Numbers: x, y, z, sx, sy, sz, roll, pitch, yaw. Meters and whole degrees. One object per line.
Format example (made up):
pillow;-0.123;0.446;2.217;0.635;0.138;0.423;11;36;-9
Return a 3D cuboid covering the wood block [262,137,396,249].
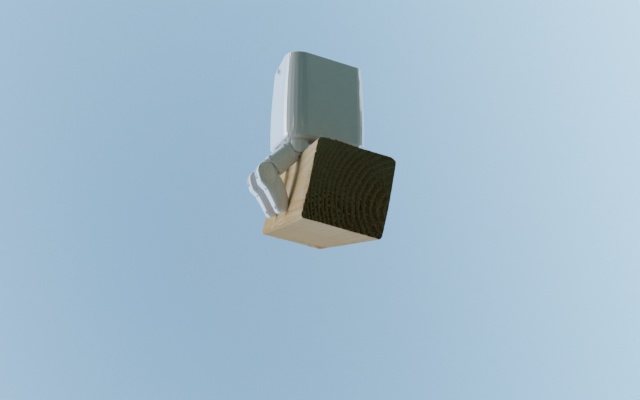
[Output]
wood block;0.000;0.002;0.580;0.091;0.090;0.206;15;-12;-15
